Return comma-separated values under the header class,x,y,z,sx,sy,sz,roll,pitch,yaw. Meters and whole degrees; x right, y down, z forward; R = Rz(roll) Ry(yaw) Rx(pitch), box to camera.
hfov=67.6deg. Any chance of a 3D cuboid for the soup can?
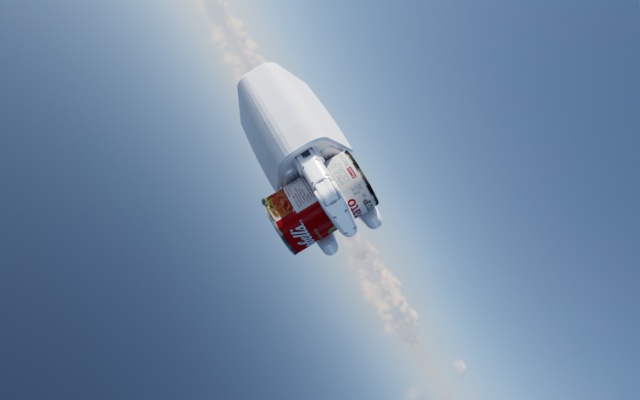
class,x,y,z,sx,sy,sz,roll,pitch,yaw
soup can,0.001,0.002,0.493,0.102,0.068,0.068,-31,-1,1
